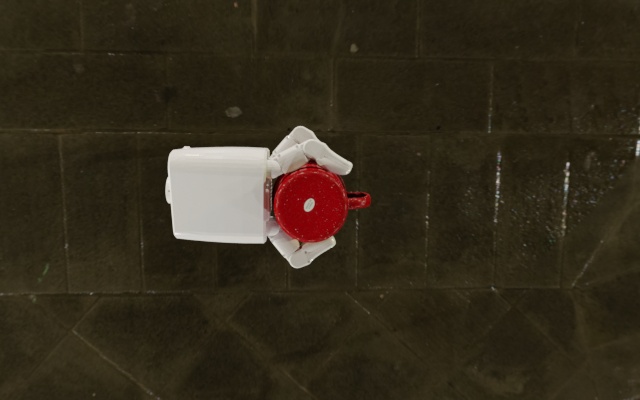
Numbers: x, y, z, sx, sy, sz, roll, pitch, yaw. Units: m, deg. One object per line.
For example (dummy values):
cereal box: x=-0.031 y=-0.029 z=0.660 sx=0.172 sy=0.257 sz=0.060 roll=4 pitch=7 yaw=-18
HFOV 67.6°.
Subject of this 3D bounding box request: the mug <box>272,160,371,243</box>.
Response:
mug: x=0.002 y=0.002 z=0.554 sx=0.117 sy=0.093 sz=0.081 roll=1 pitch=8 yaw=-3
